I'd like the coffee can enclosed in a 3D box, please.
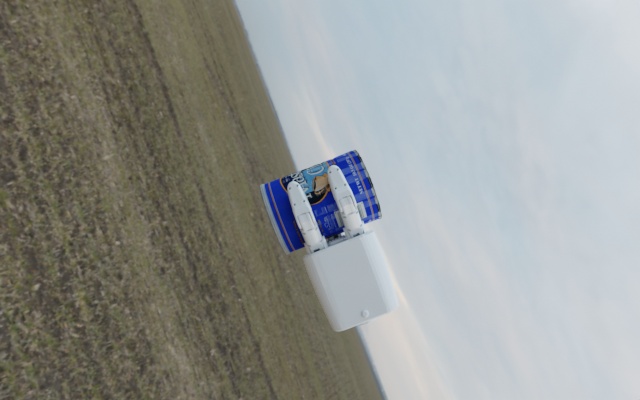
[{"bbox_3d":[0.000,0.002,0.658,0.140,0.103,0.103,-21,0,-1],"label":"coffee can"}]
